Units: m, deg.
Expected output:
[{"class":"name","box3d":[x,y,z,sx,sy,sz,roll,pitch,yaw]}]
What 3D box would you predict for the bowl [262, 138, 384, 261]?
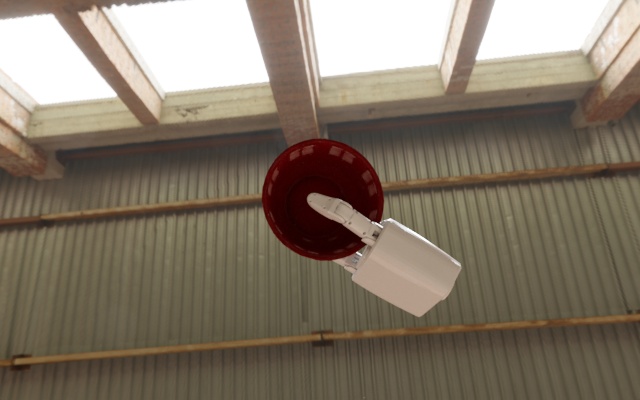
[{"class":"bowl","box3d":[-0.001,0.001,0.640,0.162,0.162,0.055,0,-12,-12]}]
